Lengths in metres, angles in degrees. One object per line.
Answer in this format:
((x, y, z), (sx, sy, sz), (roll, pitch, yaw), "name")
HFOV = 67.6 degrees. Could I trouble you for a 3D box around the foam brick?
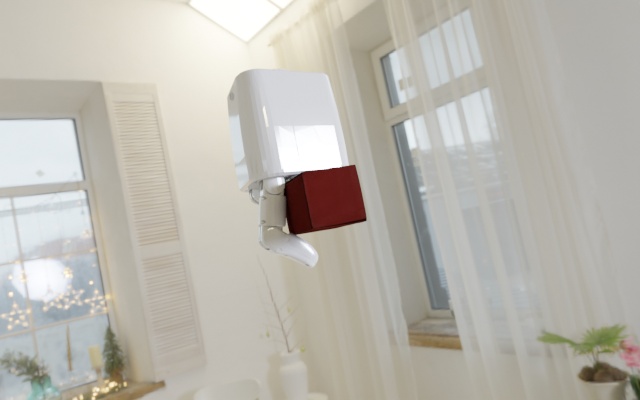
((0.000, 0.001, 0.440), (0.053, 0.051, 0.078), (-8, -5, -20), "foam brick")
